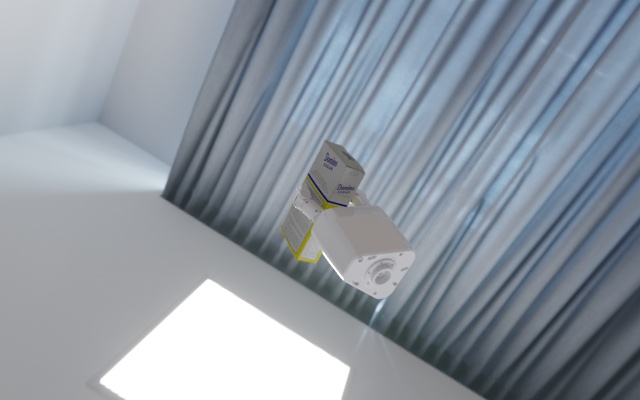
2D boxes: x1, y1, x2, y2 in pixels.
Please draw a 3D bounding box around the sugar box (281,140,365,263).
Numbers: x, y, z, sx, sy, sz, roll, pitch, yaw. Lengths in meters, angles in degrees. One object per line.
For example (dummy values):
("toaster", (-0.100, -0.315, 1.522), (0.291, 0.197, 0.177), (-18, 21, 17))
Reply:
("sugar box", (0.001, 0.003, 0.766), (0.048, 0.176, 0.093), (17, 24, -33))
